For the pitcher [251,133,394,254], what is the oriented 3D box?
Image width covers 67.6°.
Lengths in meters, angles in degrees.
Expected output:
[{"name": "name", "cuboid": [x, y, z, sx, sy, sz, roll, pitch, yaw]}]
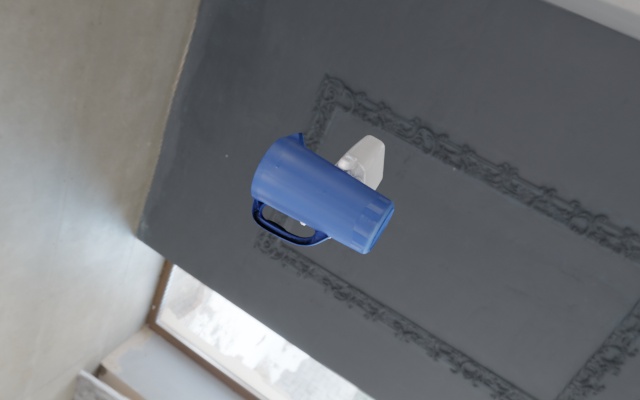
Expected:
[{"name": "pitcher", "cuboid": [0.000, 0.003, 0.868, 0.243, 0.149, 0.145, 30, 44, 12]}]
